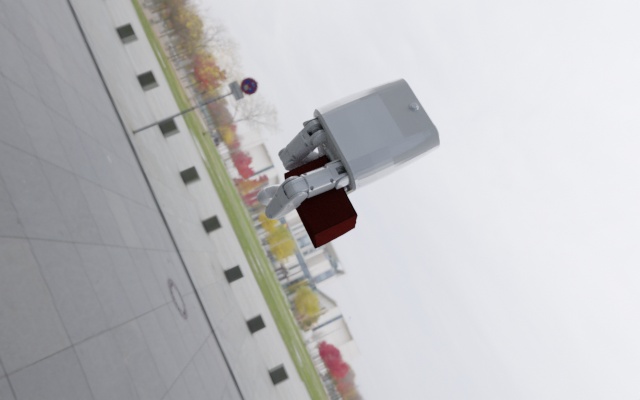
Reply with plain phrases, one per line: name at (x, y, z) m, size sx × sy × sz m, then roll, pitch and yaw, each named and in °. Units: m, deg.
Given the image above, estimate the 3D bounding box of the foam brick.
foam brick at (0.000, 0.002, 0.514) m, size 0.051 × 0.078 × 0.053 m, roll -24°, pitch -18°, yaw -9°
